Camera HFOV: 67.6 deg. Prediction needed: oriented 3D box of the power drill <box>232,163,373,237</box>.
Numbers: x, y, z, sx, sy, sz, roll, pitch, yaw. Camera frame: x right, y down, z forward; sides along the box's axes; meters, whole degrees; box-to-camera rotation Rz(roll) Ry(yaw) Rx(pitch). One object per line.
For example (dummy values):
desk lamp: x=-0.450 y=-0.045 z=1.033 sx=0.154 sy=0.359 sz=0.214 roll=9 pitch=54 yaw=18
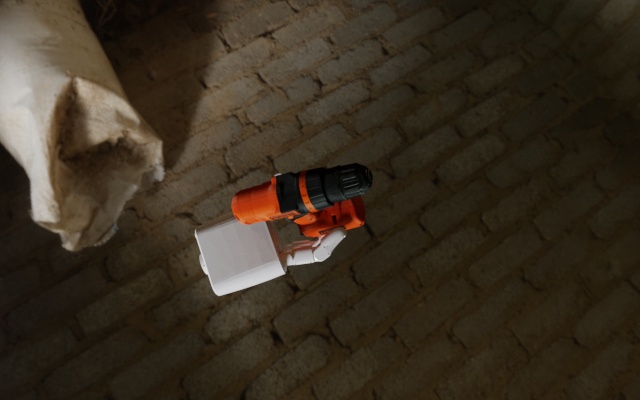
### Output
power drill: x=0.000 y=0.002 z=0.651 sx=0.184 sy=0.057 sz=0.188 roll=-12 pitch=-16 yaw=19
